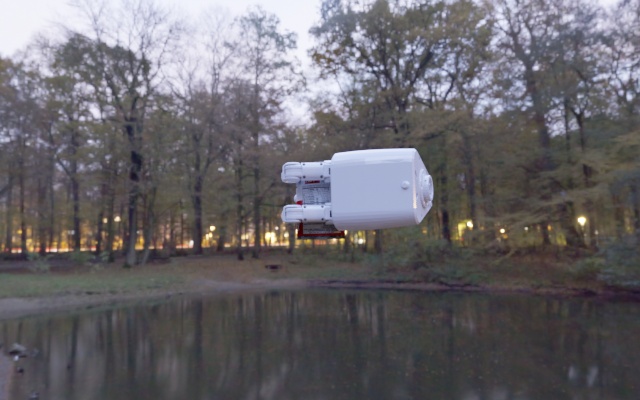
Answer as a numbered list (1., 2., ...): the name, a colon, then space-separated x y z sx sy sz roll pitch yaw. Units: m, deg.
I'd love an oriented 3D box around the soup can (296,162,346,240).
1. soup can: 0.000 0.002 0.654 0.068 0.102 0.068 -1 -5 0
